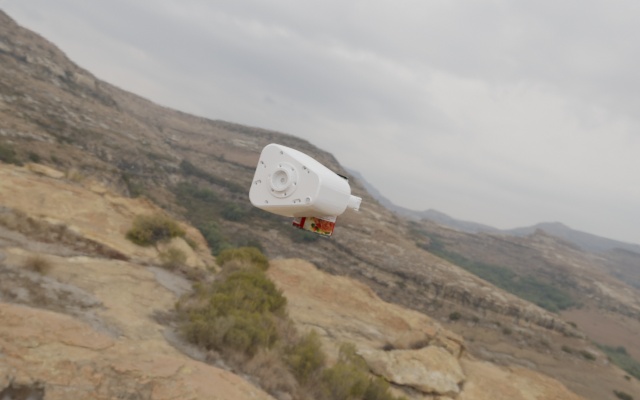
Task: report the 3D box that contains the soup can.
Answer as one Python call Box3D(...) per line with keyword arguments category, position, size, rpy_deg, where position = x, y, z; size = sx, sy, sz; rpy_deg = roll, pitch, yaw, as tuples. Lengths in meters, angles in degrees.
Box3D(category="soup can", position=(0.001, 0.002, 0.780), size=(0.068, 0.102, 0.068), rpy_deg=(17, 0, 0))
